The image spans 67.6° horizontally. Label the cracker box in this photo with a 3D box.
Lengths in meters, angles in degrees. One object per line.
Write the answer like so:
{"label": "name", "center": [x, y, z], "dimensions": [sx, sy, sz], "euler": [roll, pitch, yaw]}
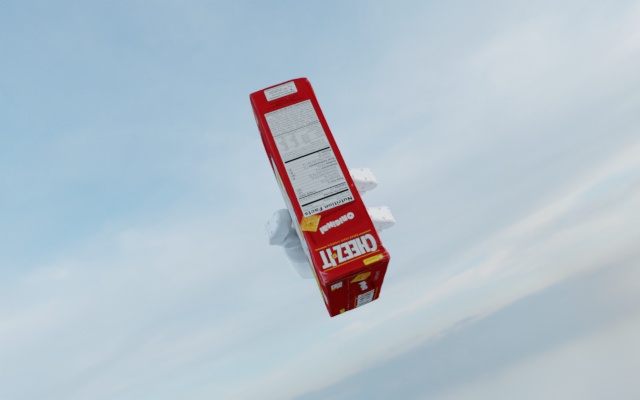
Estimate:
{"label": "cracker box", "center": [0.000, 0.002, 0.516], "dimensions": [0.072, 0.213, 0.164], "euler": [-21, -23, -5]}
